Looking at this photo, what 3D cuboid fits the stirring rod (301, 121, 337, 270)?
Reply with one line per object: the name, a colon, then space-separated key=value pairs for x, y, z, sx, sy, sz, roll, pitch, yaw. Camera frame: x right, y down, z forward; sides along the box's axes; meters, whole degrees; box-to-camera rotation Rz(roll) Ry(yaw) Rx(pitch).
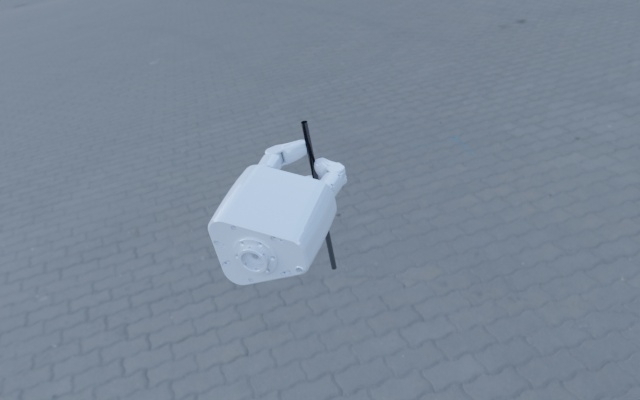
stirring rod: x=0.000 y=0.002 z=0.658 sx=0.011 sy=0.240 sz=0.011 roll=-8 pitch=32 yaw=5
